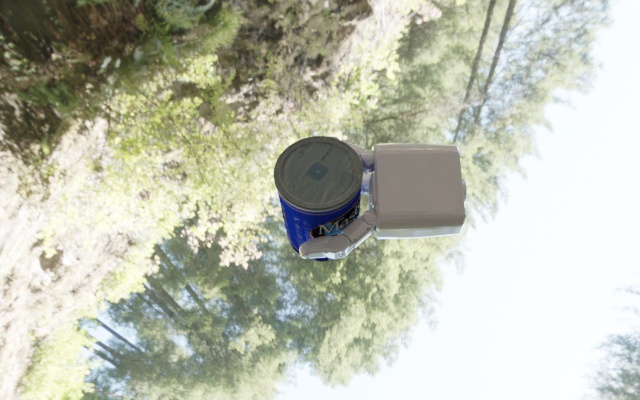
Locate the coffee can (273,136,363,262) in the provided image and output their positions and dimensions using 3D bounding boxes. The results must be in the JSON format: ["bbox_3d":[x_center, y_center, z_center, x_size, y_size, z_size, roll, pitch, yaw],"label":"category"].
[{"bbox_3d":[0.000,0.002,0.603,0.103,0.102,0.140,0,-31,3],"label":"coffee can"}]
